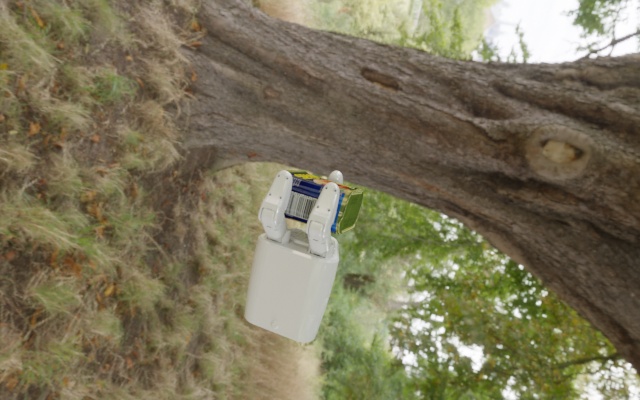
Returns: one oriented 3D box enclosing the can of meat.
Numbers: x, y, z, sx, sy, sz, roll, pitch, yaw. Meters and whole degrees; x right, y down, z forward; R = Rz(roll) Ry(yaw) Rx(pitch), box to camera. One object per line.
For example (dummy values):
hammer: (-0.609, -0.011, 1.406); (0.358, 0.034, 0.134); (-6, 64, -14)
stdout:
can of meat: (0.000, 0.002, 0.572); (0.084, 0.057, 0.102); (17, 8, 15)
